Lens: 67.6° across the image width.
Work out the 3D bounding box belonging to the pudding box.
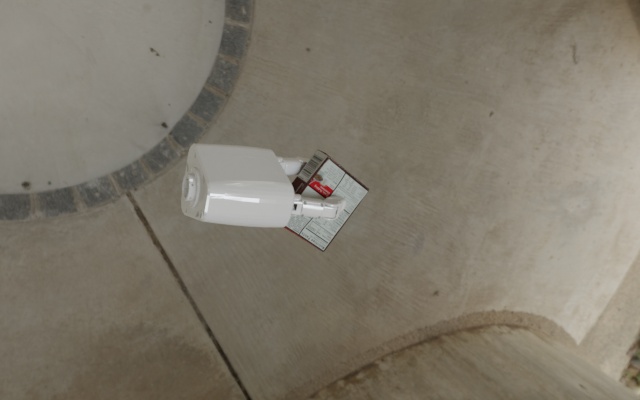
[{"bbox_3d":[0.000,0.002,0.656,0.090,0.113,0.039,37,2,-33],"label":"pudding box"}]
